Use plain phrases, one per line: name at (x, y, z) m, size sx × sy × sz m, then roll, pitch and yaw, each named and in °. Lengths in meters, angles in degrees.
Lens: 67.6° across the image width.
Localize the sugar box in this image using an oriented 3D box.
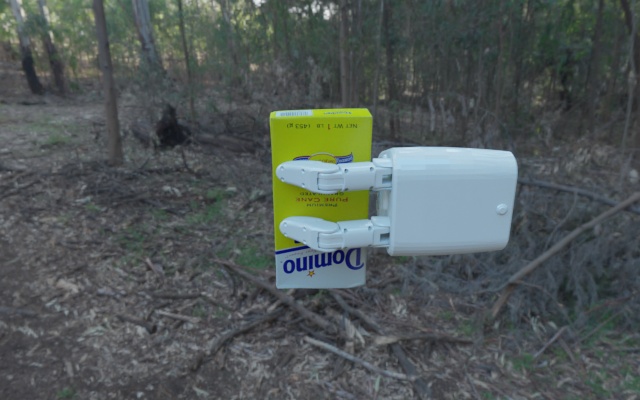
sugar box at (0.000, 0.002, 0.466) m, size 0.093 × 0.176 × 0.048 m, roll -1°, pitch 20°, yaw -1°
